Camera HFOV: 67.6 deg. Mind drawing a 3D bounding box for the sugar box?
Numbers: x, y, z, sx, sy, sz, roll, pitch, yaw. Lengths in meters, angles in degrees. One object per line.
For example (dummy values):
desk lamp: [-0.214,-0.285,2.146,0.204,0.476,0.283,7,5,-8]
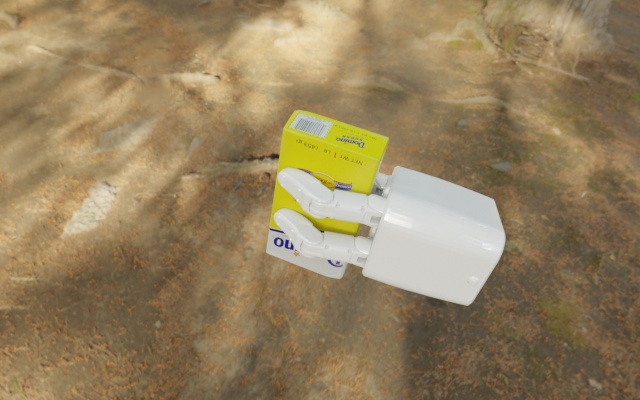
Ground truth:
sugar box: [0.000,0.002,0.486,0.093,0.176,0.048,19,41,8]
